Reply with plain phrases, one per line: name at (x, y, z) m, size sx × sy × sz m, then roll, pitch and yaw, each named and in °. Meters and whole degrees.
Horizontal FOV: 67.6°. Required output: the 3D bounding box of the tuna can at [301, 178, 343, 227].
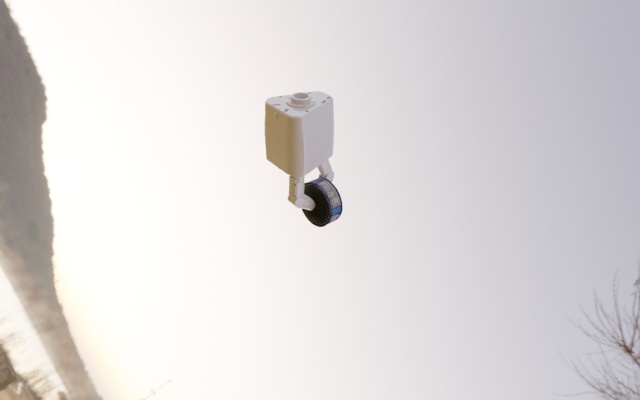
tuna can at (0.001, 0.003, 0.861) m, size 0.033 × 0.086 × 0.086 m, roll -24°, pitch 14°, yaw -36°
